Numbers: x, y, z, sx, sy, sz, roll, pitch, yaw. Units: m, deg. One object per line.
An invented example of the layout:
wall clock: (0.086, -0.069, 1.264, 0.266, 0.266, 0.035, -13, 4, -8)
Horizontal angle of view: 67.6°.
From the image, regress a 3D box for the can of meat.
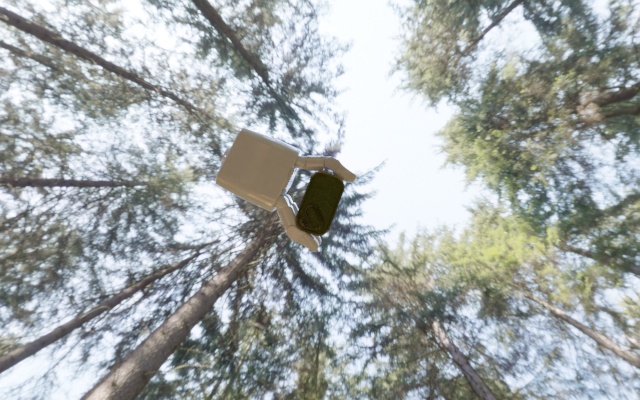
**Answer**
can of meat: (0.000, 0.003, 0.801, 0.057, 0.102, 0.084, 20, 4, 0)
